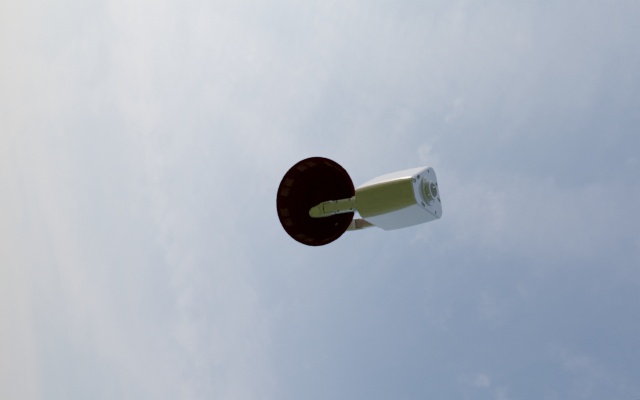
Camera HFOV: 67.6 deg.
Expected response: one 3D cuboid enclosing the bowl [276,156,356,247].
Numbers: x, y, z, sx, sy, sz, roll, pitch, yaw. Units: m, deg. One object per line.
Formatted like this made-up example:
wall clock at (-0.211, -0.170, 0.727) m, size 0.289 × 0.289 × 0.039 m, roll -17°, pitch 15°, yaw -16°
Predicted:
bowl at (-0.001, 0.003, 0.877) m, size 0.162 × 0.162 × 0.055 m, roll 0°, pitch -3°, yaw 26°
